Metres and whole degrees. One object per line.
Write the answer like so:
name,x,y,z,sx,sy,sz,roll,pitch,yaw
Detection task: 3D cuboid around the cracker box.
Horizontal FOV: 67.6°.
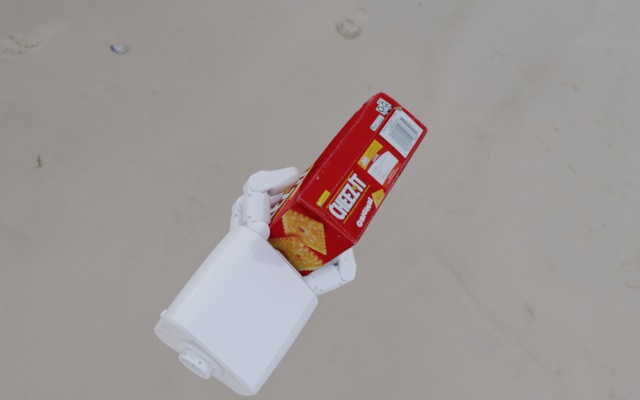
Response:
cracker box,0.000,0.002,0.514,0.072,0.164,0.214,40,-33,-6
